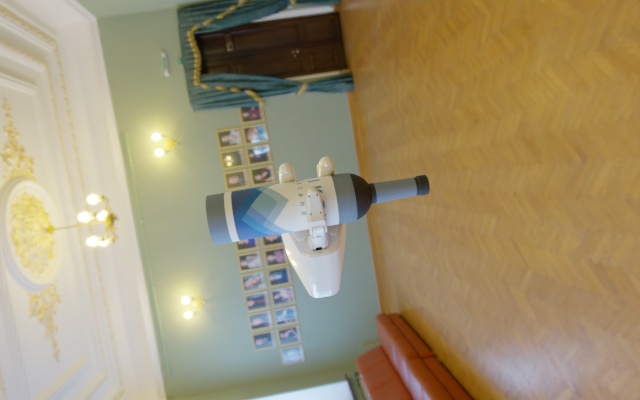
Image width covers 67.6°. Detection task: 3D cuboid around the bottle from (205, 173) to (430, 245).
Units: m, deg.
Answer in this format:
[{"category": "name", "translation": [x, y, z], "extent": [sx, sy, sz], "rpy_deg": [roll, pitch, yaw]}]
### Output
[{"category": "bottle", "translation": [0.000, 0.002, 0.642], "extent": [0.296, 0.069, 0.069], "rpy_deg": [-9, 1, -4]}]
